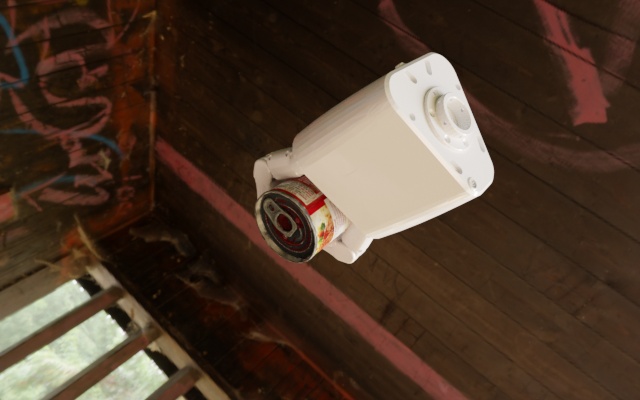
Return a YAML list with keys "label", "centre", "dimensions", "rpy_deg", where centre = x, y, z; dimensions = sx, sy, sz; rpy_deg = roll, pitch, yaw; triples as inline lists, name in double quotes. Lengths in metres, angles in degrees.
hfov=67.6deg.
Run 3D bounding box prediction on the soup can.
- label: "soup can"
  centre: [0.000, 0.002, 0.433]
  dimensions: [0.068, 0.068, 0.102]
  rpy_deg: [0, 25, 42]
